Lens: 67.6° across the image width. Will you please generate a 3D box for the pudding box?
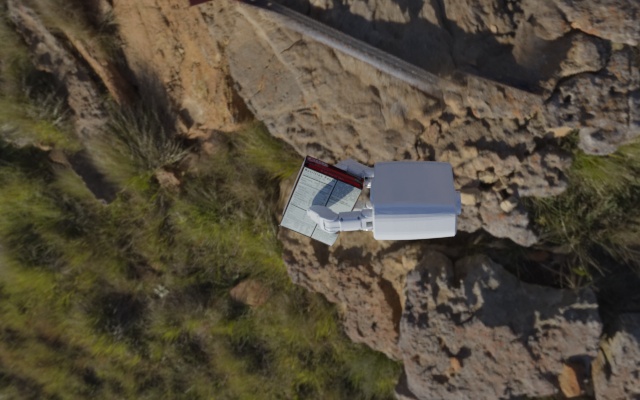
[{"bbox_3d":[0.000,0.002,0.685,0.090,0.113,0.039,23,29,-4],"label":"pudding box"}]
